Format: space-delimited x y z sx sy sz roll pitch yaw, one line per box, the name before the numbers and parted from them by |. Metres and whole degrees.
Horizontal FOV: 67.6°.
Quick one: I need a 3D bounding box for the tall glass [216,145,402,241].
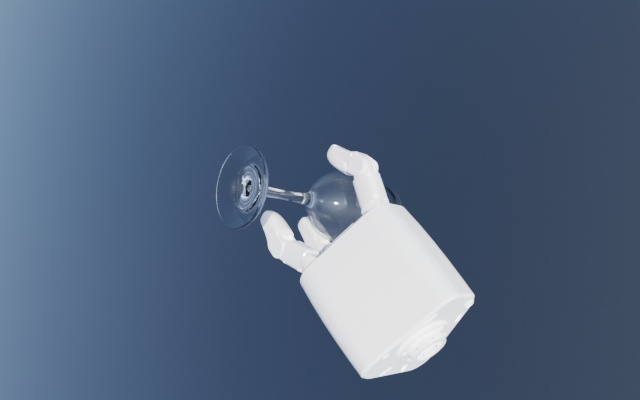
tall glass | 0.000 0.001 0.485 0.079 0.079 0.201 0 -8 45
